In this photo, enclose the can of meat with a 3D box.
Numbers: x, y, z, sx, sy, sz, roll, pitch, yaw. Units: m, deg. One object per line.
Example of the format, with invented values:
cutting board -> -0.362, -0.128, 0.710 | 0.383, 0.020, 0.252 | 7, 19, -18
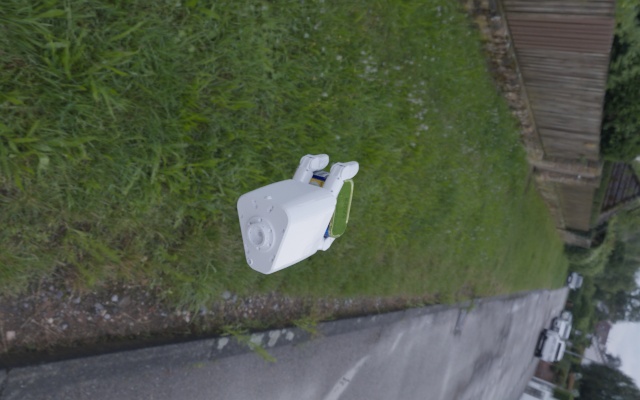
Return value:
can of meat -> 0.000, 0.003, 0.763 | 0.084, 0.102, 0.057 | 16, 16, 30
